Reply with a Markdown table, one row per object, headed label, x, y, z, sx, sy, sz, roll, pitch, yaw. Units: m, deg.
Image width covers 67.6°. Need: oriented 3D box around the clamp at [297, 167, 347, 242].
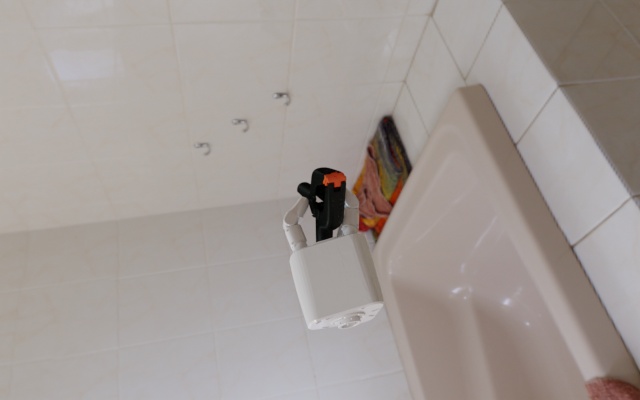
| label | x | y | z | sx | sy | sz | roll | pitch | yaw |
| --- | --- | --- | --- | --- | --- | --- | --- | --- | --- |
| clamp | -0.001 | 0.002 | 0.735 | 0.036 | 0.164 | 0.210 | -11 | -28 | -15 |
